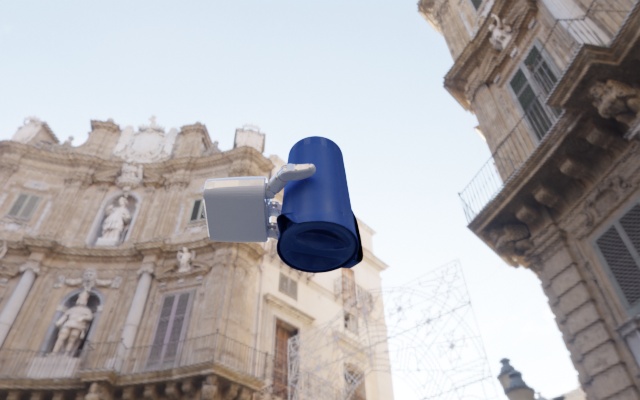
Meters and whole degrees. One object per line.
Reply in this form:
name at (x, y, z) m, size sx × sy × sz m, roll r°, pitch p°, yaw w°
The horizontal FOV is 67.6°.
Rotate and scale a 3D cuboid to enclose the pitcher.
pitcher at (0.000, 0.003, 0.854) m, size 0.145 × 0.242 × 0.149 m, roll -2°, pitch -45°, yaw 1°
